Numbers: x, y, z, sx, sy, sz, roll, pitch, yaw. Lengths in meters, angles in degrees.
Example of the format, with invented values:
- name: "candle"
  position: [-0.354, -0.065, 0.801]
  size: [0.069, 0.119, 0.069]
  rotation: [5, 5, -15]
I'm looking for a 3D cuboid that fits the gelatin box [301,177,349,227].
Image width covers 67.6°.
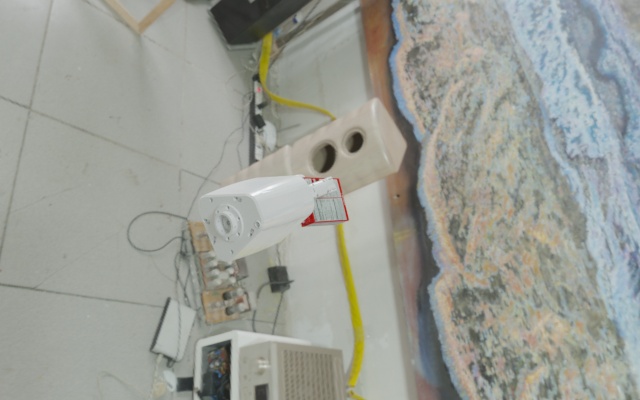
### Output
- name: "gelatin box"
  position: [0.001, 0.002, 0.750]
  size: [0.030, 0.073, 0.089]
  rotation: [-23, -14, 40]
